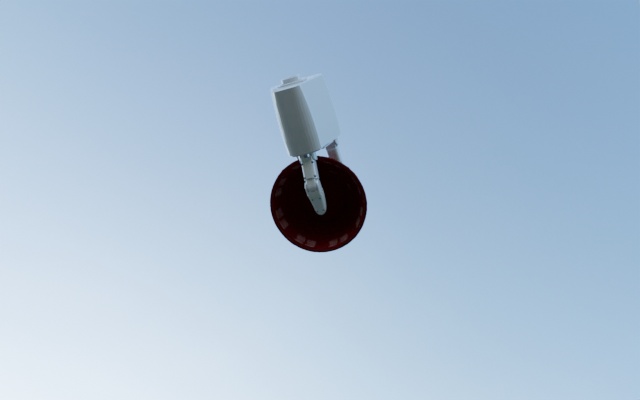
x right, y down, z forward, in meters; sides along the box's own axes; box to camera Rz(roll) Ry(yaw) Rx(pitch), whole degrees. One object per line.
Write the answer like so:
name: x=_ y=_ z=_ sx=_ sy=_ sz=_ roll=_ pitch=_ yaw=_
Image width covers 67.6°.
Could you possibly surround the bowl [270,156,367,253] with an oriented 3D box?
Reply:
bowl: x=0.000 y=0.004 z=0.799 sx=0.162 sy=0.162 sz=0.055 roll=0 pitch=12 yaw=11
